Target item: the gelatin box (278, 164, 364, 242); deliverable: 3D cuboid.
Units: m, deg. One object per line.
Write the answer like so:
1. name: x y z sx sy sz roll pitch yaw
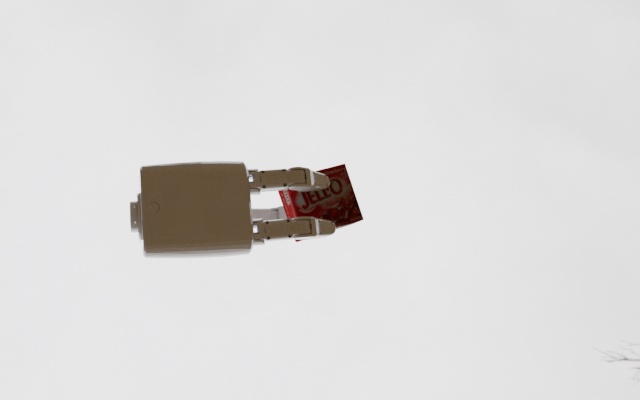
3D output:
1. gelatin box: 0.000 0.002 0.567 0.089 0.073 0.030 -16 -5 -32
